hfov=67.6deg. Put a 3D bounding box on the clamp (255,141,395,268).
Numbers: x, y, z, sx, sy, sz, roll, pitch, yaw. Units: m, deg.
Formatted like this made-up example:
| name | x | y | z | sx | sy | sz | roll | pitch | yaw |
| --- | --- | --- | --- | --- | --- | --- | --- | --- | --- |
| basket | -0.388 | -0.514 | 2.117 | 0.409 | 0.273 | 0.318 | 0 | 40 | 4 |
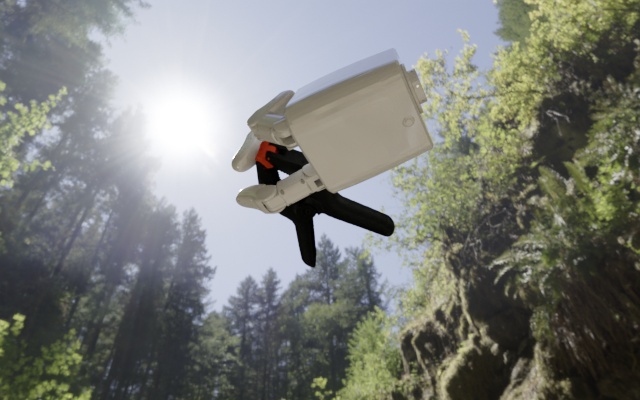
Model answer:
| name | x | y | z | sx | sy | sz | roll | pitch | yaw |
| --- | --- | --- | --- | --- | --- | --- | --- | --- | --- |
| clamp | 0.000 | 0.001 | 0.510 | 0.120 | 0.172 | 0.039 | -22 | 38 | 16 |
